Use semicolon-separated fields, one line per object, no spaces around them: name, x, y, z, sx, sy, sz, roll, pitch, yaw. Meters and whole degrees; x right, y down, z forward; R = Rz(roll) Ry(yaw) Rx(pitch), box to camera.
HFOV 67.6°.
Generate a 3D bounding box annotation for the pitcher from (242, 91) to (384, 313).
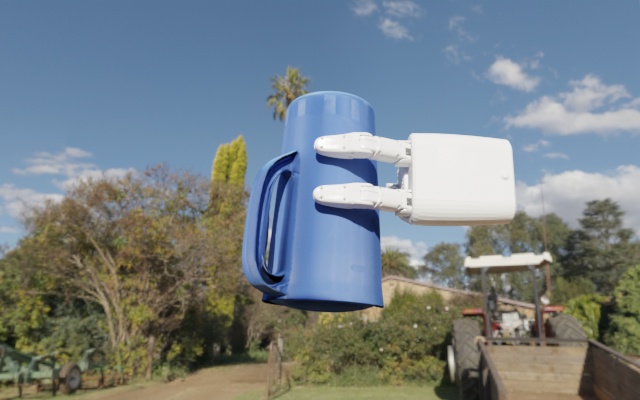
pitcher;0.000;0.002;0.543;0.145;0.242;0.149;2;-16;2
